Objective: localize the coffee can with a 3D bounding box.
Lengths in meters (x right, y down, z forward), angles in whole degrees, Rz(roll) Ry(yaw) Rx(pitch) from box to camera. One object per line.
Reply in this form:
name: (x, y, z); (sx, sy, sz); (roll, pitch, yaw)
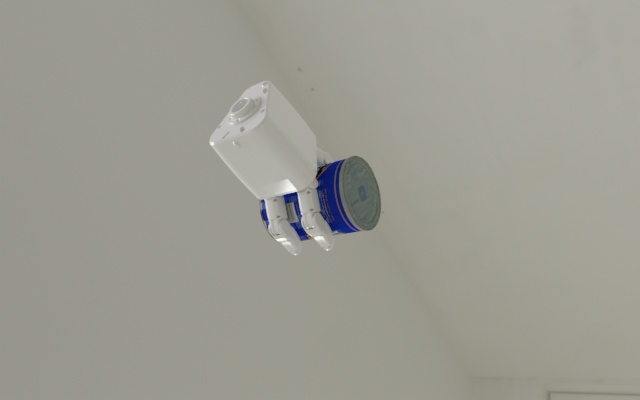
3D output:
coffee can: (0.000, 0.002, 0.676); (0.140, 0.103, 0.103); (-12, -7, 32)
